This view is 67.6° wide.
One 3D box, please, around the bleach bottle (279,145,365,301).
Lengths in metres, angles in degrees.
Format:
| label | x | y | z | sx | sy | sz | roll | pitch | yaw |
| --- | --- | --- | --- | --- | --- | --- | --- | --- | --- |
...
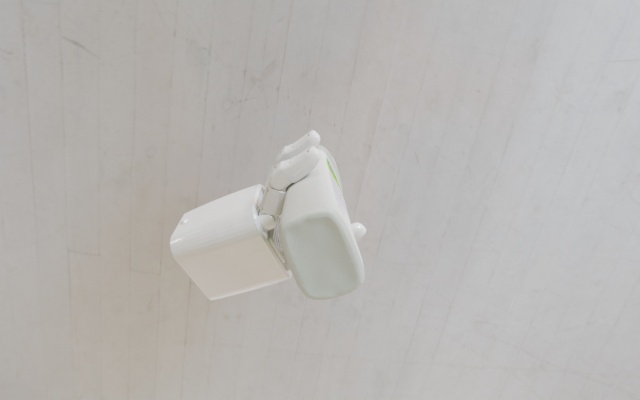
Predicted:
| label | x | y | z | sx | sy | sz | roll | pitch | yaw |
| --- | --- | --- | --- | --- | --- | --- | --- | --- | --- |
| bleach bottle | 0.000 | 0.002 | 0.559 | 0.068 | 0.103 | 0.250 | -18 | 23 | 7 |
